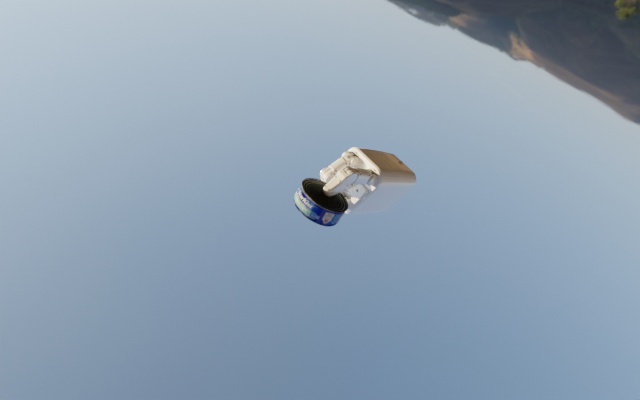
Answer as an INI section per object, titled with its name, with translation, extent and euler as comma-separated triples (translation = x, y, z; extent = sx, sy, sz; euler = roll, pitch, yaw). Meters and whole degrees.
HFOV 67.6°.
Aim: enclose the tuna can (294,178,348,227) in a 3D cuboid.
[tuna can]
translation = 0.000, 0.003, 0.775
extent = 0.086, 0.034, 0.086
euler = 25, 28, -14
